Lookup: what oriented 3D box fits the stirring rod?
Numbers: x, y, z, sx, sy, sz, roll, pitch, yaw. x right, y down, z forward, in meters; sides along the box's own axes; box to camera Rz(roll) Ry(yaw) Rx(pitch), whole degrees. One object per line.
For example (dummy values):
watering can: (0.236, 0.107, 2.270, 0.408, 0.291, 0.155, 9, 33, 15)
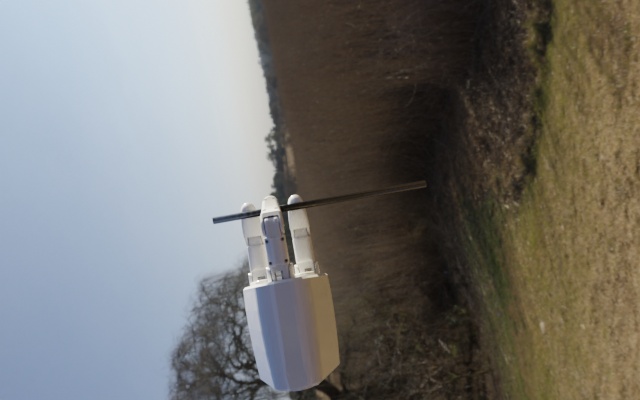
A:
stirring rod: (0.000, 0.002, 0.532, 0.239, 0.011, 0.011, -10, 0, -3)
